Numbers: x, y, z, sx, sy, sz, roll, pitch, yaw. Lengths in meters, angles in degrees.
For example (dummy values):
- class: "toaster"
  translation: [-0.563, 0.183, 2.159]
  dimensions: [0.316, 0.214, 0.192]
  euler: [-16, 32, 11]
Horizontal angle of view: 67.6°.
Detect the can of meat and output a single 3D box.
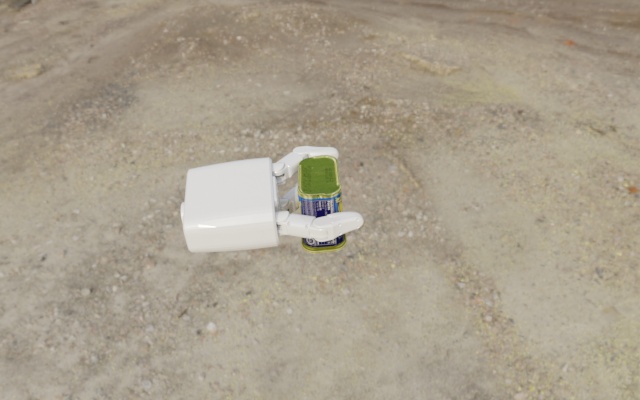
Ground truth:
- class: "can of meat"
  translation: [0.000, 0.002, 0.603]
  dimensions: [0.057, 0.084, 0.102]
  euler: [-5, 33, 0]
